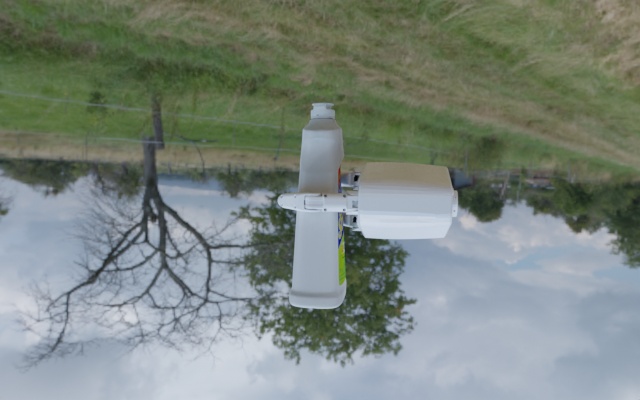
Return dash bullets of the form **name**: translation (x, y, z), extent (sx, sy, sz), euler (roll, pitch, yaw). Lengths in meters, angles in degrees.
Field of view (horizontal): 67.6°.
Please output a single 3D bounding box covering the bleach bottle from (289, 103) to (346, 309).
- **bleach bottle**: translation (0.000, 0.002, 0.611), extent (0.068, 0.251, 0.102), euler (1, 3, 9)
